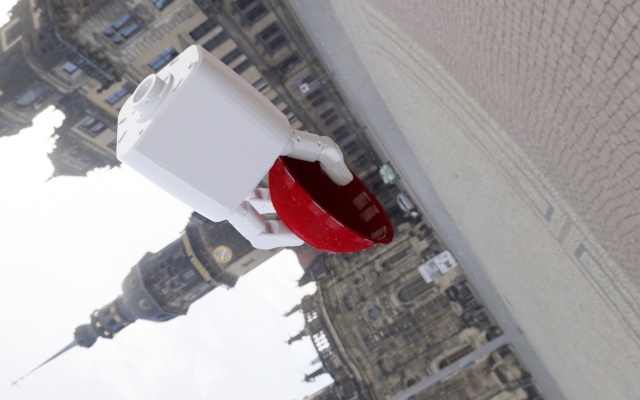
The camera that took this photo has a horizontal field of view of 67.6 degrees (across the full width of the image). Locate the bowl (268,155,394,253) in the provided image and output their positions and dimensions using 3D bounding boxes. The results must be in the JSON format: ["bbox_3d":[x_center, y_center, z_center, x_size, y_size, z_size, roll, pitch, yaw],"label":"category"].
[{"bbox_3d":[0.001,0.003,0.503,0.055,0.162,0.162,-48,-21,20],"label":"bowl"}]
